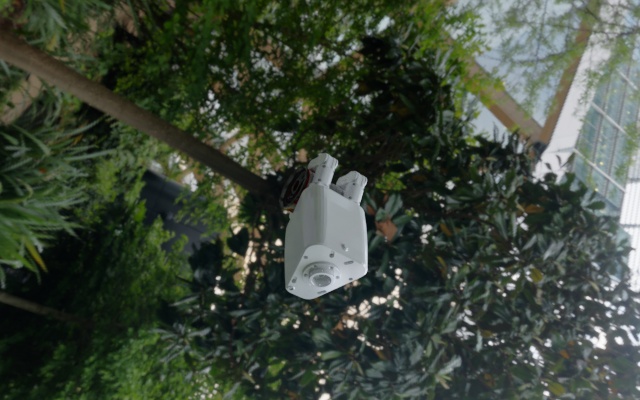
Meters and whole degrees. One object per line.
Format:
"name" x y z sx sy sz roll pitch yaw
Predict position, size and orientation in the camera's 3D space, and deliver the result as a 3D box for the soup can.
"soup can" 0.000 0.002 0.707 0.102 0.068 0.068 29 -13 -24
